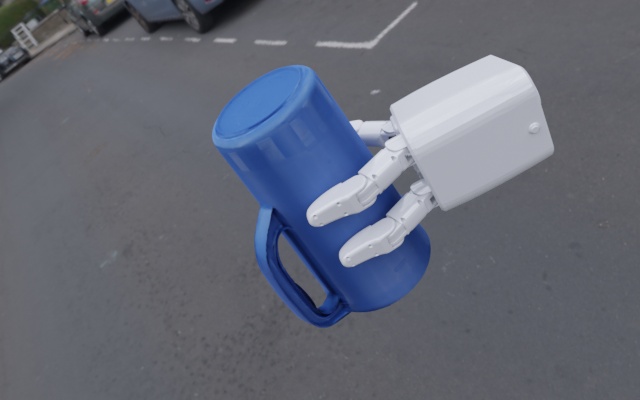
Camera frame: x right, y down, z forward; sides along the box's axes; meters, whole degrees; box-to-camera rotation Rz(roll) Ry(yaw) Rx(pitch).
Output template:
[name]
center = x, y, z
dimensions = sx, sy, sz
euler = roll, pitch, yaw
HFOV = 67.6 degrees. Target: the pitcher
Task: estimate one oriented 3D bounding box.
[pitcher]
center = 0.000, 0.001, 0.472
dimensions = 0.145, 0.243, 0.149
euler = -26, 36, 15
